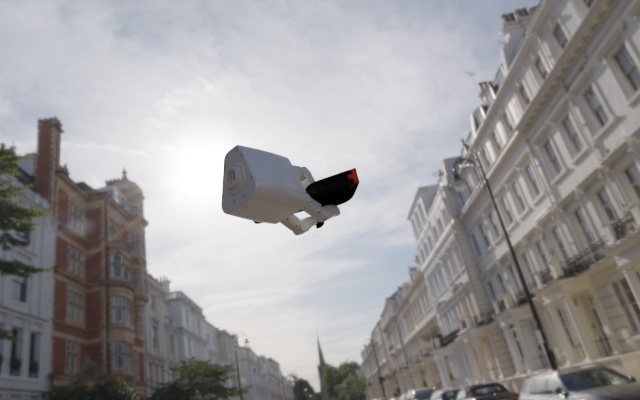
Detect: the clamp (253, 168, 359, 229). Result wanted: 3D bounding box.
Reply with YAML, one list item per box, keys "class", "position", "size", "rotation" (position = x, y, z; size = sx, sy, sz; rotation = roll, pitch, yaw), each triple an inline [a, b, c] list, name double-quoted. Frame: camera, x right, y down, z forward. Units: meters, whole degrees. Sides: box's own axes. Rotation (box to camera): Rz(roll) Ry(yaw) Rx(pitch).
- class: "clamp"
  position: [0.000, 0.002, 0.868]
  size: [0.210, 0.036, 0.164]
  rotation: [-30, -26, 35]
